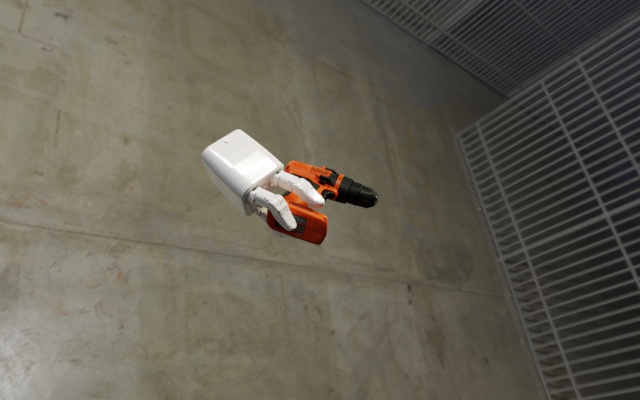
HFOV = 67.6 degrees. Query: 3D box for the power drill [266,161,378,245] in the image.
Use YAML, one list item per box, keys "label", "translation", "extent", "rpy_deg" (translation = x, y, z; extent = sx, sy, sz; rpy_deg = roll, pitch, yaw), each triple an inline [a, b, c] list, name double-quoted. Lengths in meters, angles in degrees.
- label: "power drill"
  translation: [0.000, 0.003, 0.840]
  extent: [0.184, 0.057, 0.187]
  rpy_deg: [17, 29, 9]
